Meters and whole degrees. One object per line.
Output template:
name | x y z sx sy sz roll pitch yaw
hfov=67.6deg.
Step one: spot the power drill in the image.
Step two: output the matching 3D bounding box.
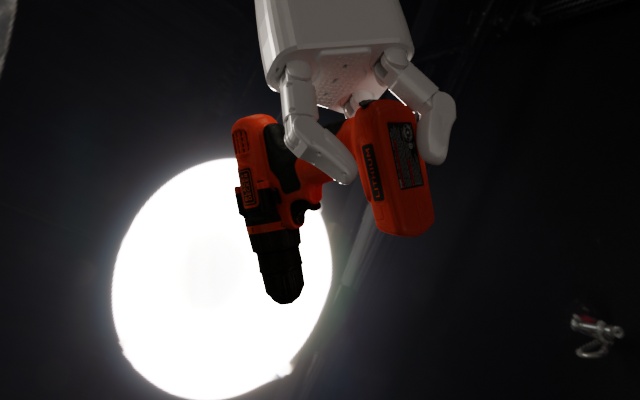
power drill | 0.000 0.001 0.414 0.187 0.184 0.057 -10 3 41
